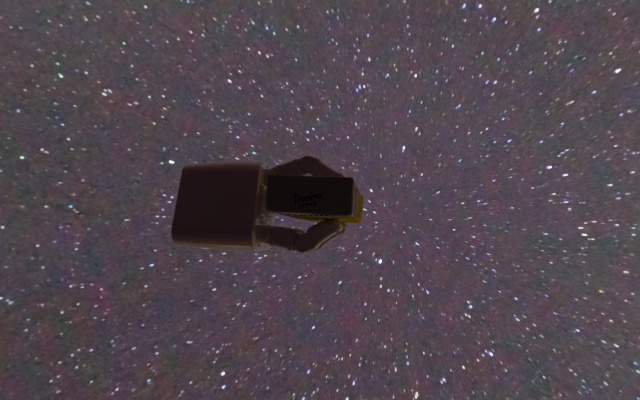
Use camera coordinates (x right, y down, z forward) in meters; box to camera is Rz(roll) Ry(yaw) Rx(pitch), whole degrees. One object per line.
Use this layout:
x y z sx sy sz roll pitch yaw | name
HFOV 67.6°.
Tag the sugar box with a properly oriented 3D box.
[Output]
0.000 0.002 0.574 0.093 0.048 0.176 3 -2 9 | sugar box
